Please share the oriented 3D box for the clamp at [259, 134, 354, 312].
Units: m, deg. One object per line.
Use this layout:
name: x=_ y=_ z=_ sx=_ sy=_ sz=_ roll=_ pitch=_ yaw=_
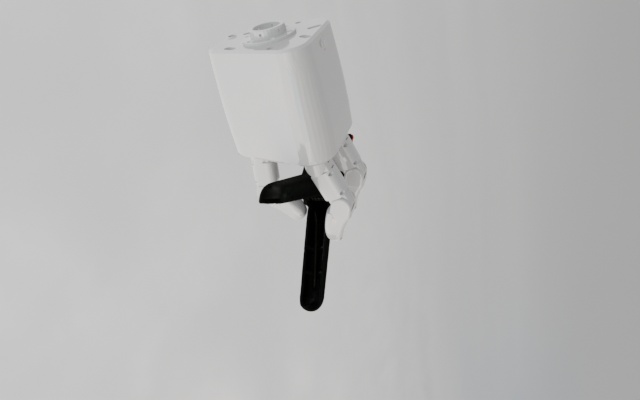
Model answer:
clamp: x=-0.001 y=0.001 z=0.518 sx=0.036 sy=0.165 sz=0.209 roll=2 pitch=36 yaw=20
